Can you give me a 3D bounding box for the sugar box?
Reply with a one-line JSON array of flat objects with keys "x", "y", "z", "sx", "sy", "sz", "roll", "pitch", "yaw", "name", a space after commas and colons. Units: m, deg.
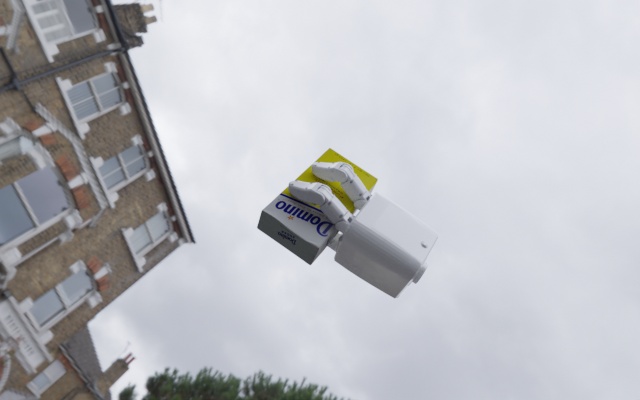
[{"x": 0.000, "y": 0.002, "z": 0.676, "sx": 0.093, "sy": 0.048, "sz": 0.176, "roll": 33, "pitch": 45, "yaw": 10, "name": "sugar box"}]
